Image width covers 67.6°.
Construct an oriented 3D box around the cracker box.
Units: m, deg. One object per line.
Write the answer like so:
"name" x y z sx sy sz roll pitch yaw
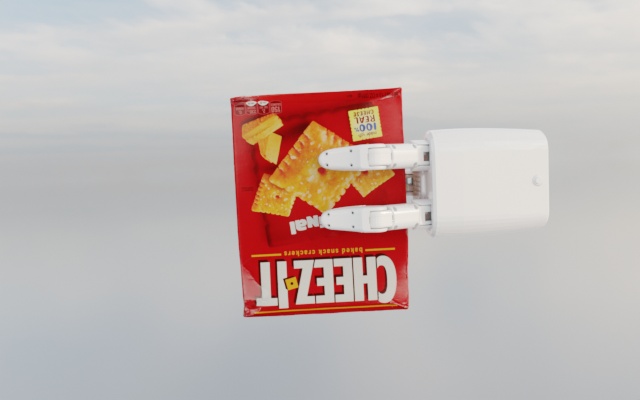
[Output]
"cracker box" 0.000 0.001 0.476 0.164 0.214 0.072 -3 4 -1
